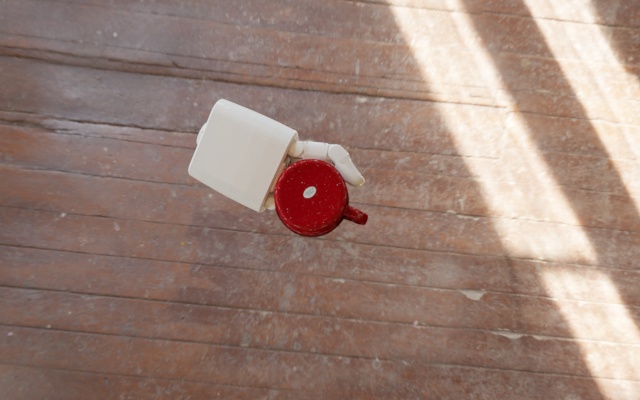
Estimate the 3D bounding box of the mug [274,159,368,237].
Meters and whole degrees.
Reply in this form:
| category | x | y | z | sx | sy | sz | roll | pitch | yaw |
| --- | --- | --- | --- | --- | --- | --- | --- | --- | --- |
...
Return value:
| category | x | y | z | sx | sy | sz | roll | pitch | yaw |
| --- | --- | --- | --- | --- | --- | --- | --- | --- | --- |
| mug | 0.001 | 0.002 | 0.555 | 0.117 | 0.093 | 0.081 | 25 | -4 | 1 |
